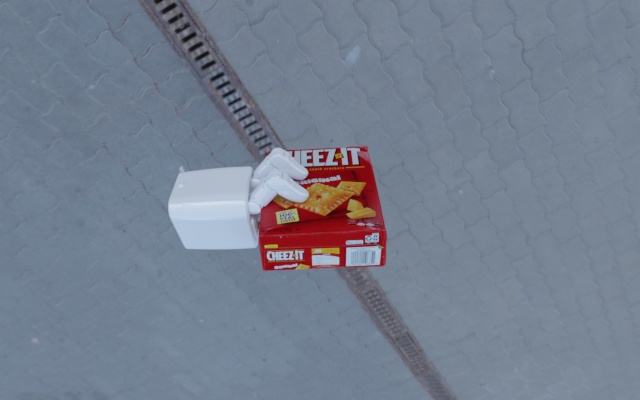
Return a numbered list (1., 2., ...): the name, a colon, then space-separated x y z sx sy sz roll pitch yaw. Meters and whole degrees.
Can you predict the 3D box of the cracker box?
1. cracker box: 0.000 0.003 0.690 0.164 0.072 0.213 -2 37 -1
